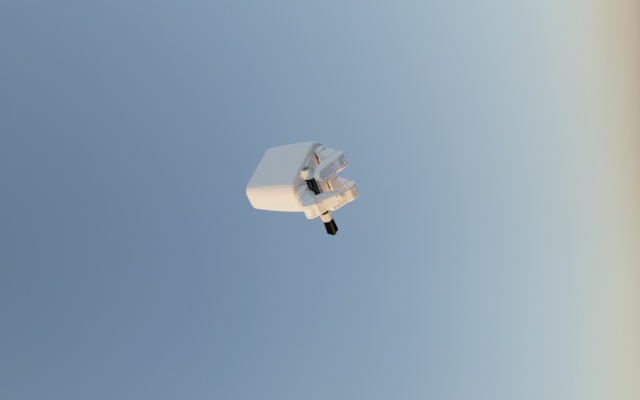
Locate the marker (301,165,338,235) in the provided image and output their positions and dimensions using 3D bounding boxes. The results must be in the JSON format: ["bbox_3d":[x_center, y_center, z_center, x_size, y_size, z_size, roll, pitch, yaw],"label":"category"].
[{"bbox_3d":[0.000,0.002,0.721,0.020,0.121,0.020,-18,27,10],"label":"marker"}]
